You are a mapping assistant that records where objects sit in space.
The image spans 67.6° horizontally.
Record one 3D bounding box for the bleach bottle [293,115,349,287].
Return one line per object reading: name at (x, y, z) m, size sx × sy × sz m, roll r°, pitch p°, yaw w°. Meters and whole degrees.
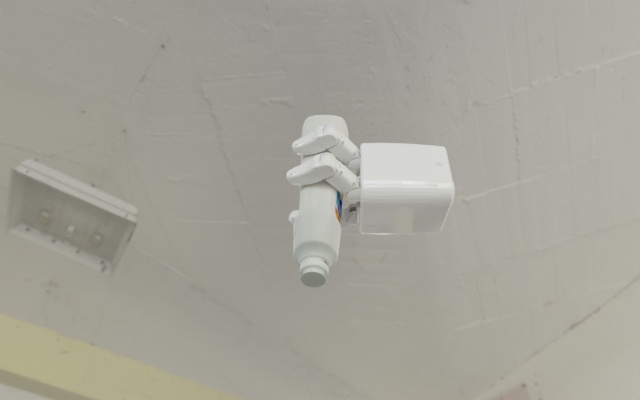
bleach bottle at (0.000, 0.002, 0.599) m, size 0.068 × 0.103 × 0.250 m, roll 1°, pitch 45°, yaw 4°
